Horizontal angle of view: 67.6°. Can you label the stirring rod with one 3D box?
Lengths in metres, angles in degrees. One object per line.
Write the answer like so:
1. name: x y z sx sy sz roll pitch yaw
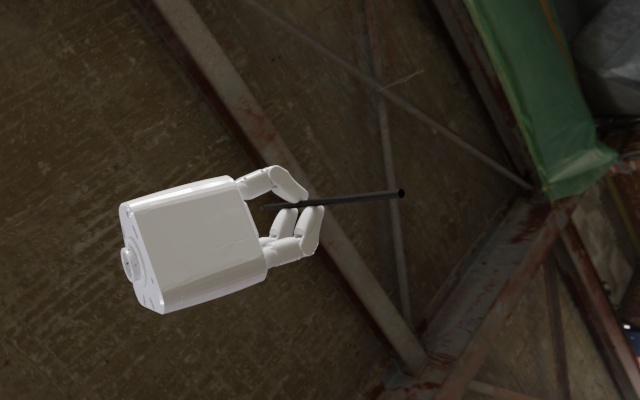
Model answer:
1. stirring rod: 0.000 0.002 0.502 0.011 0.011 0.239 0 -4 -35
